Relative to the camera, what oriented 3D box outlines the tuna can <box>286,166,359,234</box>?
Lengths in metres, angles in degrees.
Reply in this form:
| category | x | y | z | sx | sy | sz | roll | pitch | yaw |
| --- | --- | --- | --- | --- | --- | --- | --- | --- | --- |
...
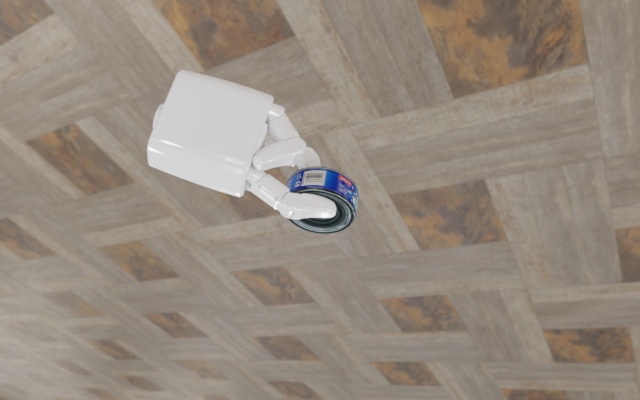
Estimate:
| category | x | y | z | sx | sy | sz | roll | pitch | yaw |
| --- | --- | --- | --- | --- | --- | --- | --- | --- | --- |
| tuna can | 0.000 | 0.002 | 0.550 | 0.086 | 0.033 | 0.086 | 6 | -38 | 5 |
